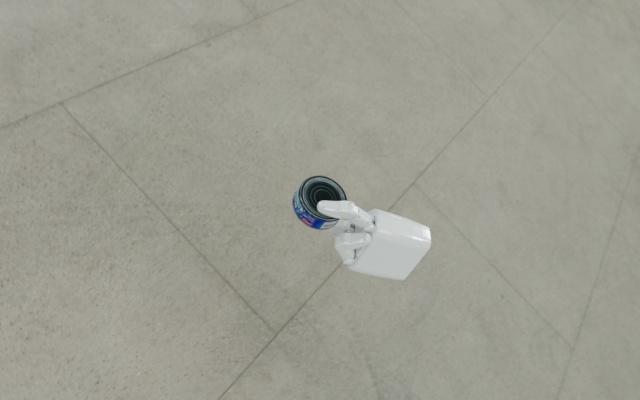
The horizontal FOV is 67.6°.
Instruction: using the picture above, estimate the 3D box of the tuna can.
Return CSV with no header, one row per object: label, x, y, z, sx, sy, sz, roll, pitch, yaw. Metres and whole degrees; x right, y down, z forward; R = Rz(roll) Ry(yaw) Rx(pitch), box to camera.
tuna can,0.000,0.002,0.774,0.086,0.086,0.034,0,-28,-24
